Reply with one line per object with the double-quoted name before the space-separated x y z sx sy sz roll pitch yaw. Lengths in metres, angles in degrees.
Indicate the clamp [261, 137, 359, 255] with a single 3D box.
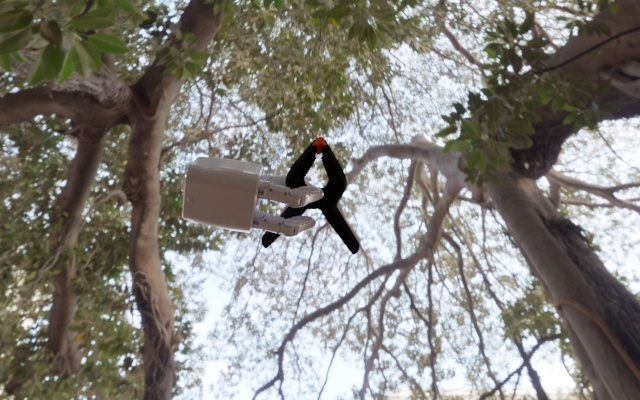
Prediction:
"clamp" 0.000 0.002 0.763 0.164 0.210 0.036 10 30 -7
